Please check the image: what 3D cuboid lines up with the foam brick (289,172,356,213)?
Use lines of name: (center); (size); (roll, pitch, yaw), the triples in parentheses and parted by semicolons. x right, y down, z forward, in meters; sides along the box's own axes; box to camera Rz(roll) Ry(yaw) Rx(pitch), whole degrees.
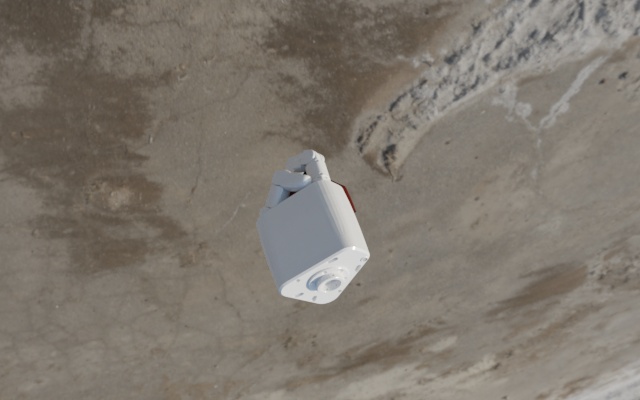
foam brick: (0.000, 0.002, 0.654); (0.078, 0.051, 0.053); (23, -57, -42)
